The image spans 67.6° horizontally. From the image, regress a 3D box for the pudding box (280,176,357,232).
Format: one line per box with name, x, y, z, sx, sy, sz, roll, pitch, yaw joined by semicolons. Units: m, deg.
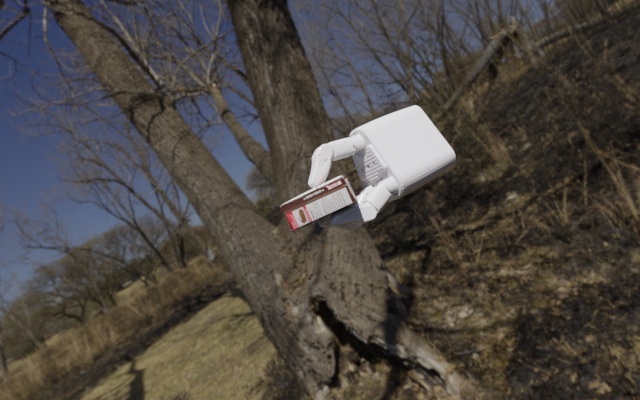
pudding box;0.000;0.002;0.626;0.090;0.039;0.113;-26;-1;5
